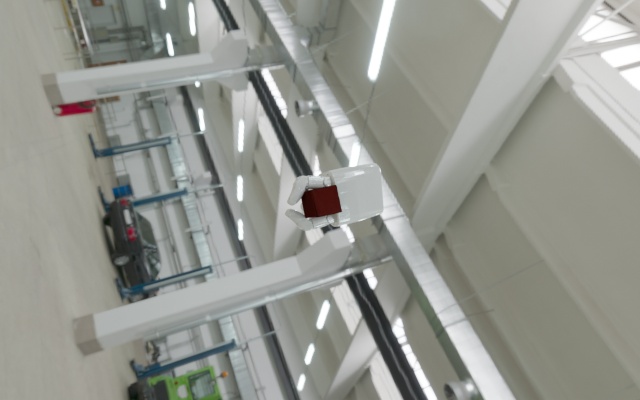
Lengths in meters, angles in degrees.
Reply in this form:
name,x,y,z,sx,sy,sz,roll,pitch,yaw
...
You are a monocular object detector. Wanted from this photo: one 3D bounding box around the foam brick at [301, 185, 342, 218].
name,x,y,z,sx,sy,sz,roll,pitch,yaw
foam brick,0.000,0.003,0.895,0.051,0.053,0.078,-11,1,-18
